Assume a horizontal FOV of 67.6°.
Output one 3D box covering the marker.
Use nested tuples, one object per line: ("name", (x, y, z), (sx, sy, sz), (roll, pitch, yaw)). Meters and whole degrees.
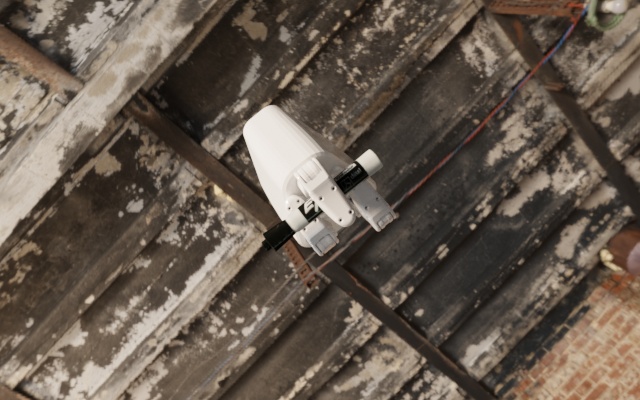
("marker", (0.000, 0.001, 0.402), (0.121, 0.020, 0.020), (-39, 1, -2))
